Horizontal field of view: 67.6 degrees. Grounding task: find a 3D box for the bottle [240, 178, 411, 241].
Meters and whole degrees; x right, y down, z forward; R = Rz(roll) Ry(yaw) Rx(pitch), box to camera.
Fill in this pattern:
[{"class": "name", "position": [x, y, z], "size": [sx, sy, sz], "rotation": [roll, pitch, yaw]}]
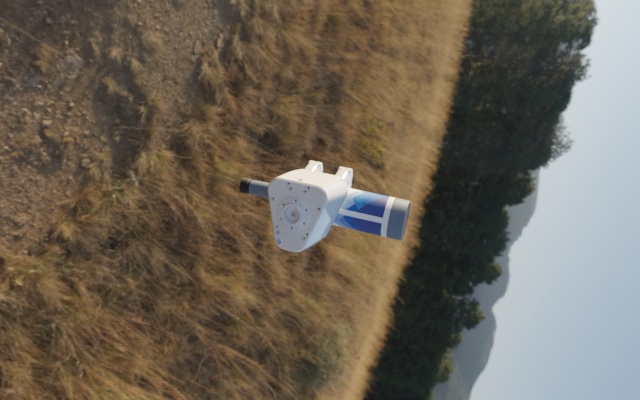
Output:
[{"class": "bottle", "position": [0.000, 0.003, 0.813], "size": [0.295, 0.069, 0.069], "rotation": [12, 3, 15]}]
